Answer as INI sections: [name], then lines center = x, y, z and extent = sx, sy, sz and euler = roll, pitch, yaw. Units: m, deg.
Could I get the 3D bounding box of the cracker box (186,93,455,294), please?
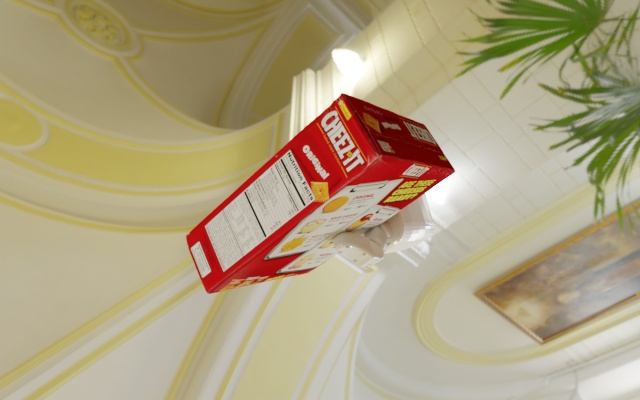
[cracker box]
center = 0.000, 0.002, 0.461
extent = 0.214, 0.072, 0.164
euler = -39, -21, 27
